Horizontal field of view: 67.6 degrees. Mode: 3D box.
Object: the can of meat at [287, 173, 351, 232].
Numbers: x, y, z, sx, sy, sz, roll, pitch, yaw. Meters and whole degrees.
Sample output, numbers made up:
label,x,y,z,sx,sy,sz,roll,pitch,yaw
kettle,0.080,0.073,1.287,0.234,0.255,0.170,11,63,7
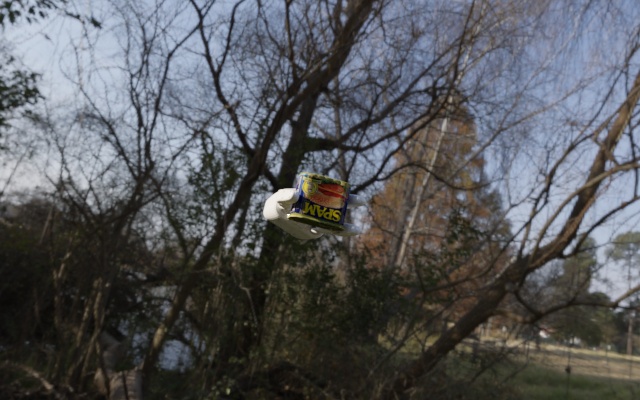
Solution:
label,x,y,z,sx,sy,sz,roll,pitch,yaw
can of meat,0.000,0.002,0.859,0.102,0.084,0.057,15,-12,-14
